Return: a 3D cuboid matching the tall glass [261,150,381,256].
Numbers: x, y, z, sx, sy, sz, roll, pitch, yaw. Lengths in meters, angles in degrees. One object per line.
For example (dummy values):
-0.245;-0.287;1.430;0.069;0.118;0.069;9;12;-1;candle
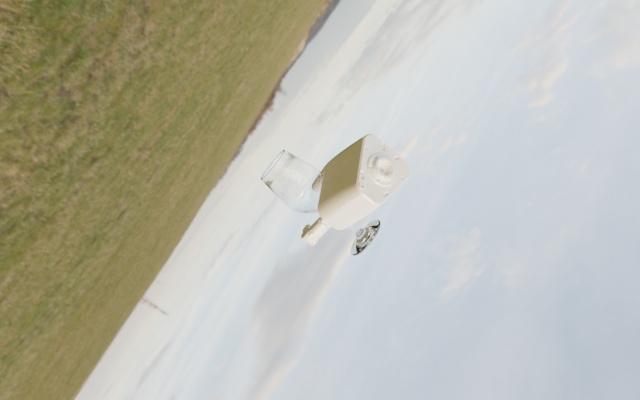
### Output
0.001;0.003;0.783;0.201;0.079;0.079;38;-9;-12;tall glass
